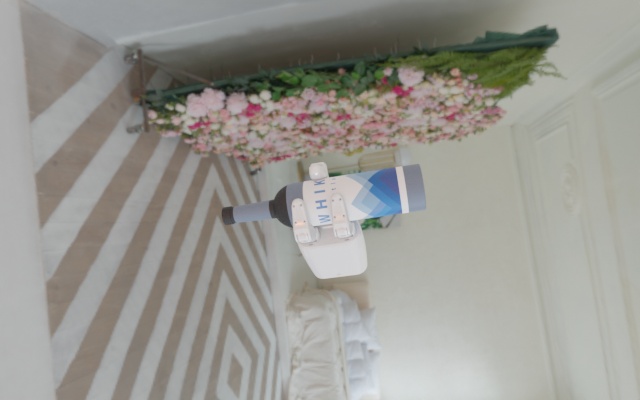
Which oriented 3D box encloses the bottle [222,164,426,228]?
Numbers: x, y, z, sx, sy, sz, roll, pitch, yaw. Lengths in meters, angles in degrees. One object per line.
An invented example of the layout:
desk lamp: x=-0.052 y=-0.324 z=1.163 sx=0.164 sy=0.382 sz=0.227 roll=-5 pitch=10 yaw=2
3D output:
bottle: x=0.000 y=0.002 z=0.696 sx=0.296 sy=0.069 sz=0.069 roll=-8 pitch=-1 yaw=8
